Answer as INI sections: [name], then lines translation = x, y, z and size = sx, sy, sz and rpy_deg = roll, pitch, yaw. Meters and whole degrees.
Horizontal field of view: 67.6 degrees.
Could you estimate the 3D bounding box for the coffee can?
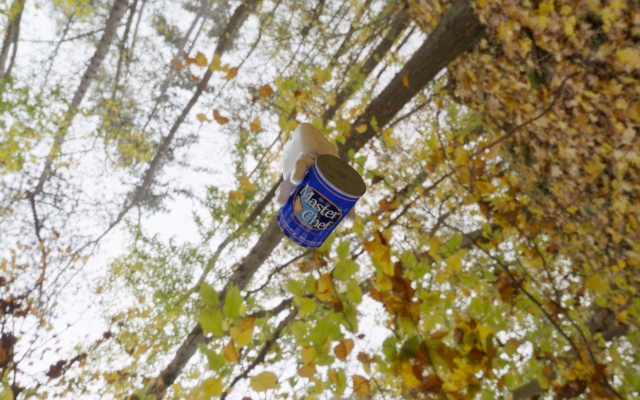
[coffee can]
translation = 0.000, 0.003, 0.851
size = 0.103, 0.102, 0.140
rpy_deg = 0, -44, -47
